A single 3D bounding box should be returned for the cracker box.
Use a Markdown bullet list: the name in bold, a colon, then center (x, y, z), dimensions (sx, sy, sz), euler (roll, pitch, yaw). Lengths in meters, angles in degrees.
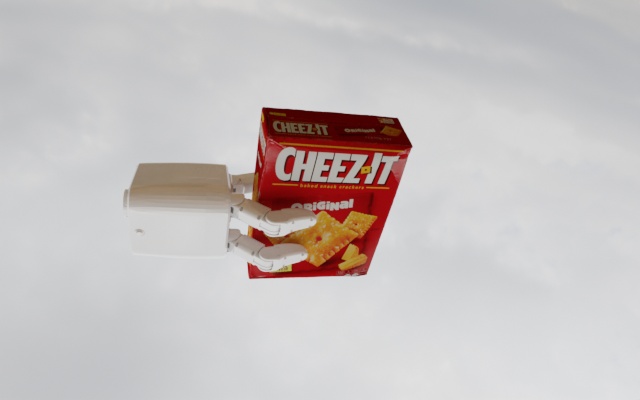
- **cracker box**: center (0.000, 0.002, 0.582), dimensions (0.164, 0.214, 0.072), euler (1, 39, -15)
